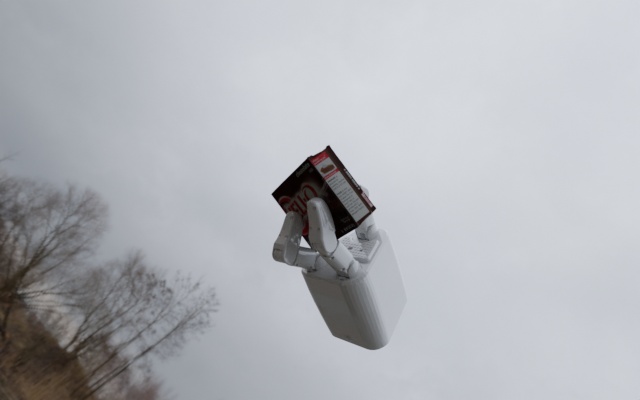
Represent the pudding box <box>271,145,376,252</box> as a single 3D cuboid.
[{"bbox_3d":[0.000,0.002,0.540,0.039,0.090,0.113,-37,-1,-35],"label":"pudding box"}]
